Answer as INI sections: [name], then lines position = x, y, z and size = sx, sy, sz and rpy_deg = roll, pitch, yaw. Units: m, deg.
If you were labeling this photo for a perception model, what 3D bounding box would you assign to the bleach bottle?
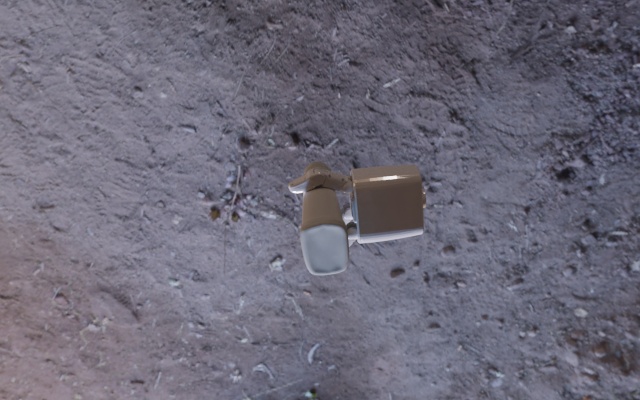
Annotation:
[bleach bottle]
position = 0.000, 0.003, 0.776
size = 0.068, 0.103, 0.250
rpy_deg = -7, 34, 0
